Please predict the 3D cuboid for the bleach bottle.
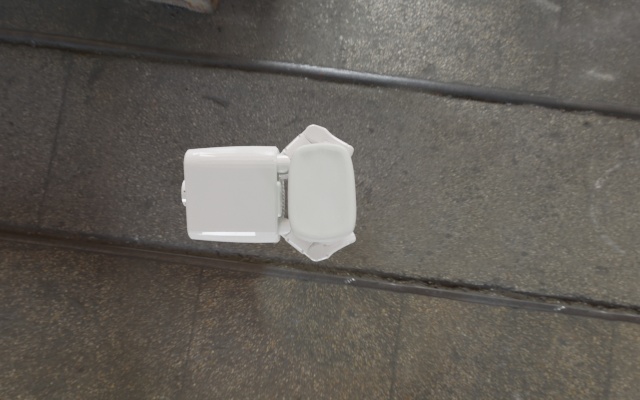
[{"bbox_3d":[0.000,0.002,0.591,0.068,0.102,0.251,-1,-6,-1],"label":"bleach bottle"}]
